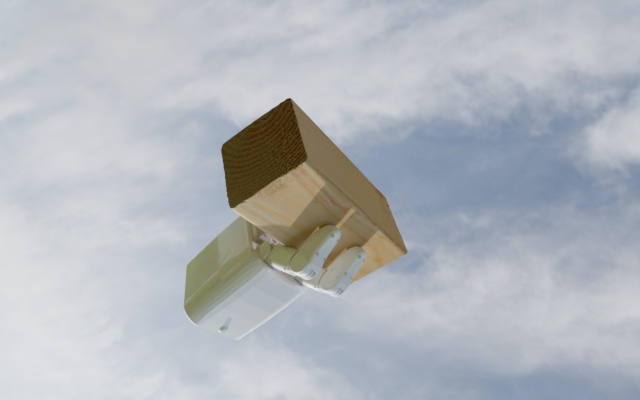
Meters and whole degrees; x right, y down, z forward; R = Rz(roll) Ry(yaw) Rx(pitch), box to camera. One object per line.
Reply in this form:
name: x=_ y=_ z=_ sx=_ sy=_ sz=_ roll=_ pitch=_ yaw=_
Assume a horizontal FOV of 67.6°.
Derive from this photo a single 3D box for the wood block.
wood block: x=0.000 y=0.002 z=0.510 sx=0.090 sy=0.090 sz=0.206 roll=-32 pitch=-42 yaw=17
